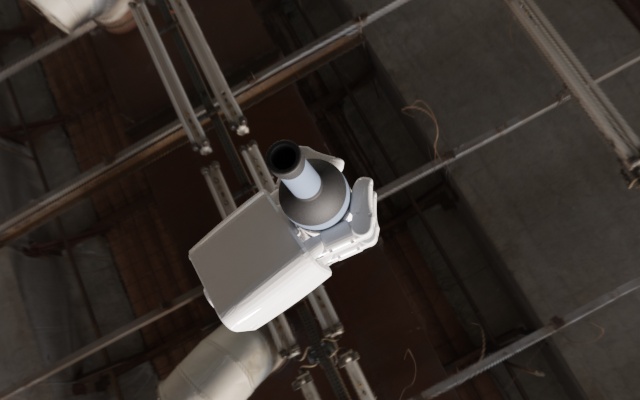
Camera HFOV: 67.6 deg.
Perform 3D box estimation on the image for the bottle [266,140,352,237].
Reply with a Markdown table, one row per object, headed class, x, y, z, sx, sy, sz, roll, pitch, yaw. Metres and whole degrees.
| class | x | y | z | sx | sy | sz | roll | pitch | yaw |
| --- | --- | --- | --- | --- | --- | --- | --- | --- | --- |
| bottle | 0.000 | 0.002 | 0.486 | 0.069 | 0.069 | 0.296 | 0 | -13 | 11 |
